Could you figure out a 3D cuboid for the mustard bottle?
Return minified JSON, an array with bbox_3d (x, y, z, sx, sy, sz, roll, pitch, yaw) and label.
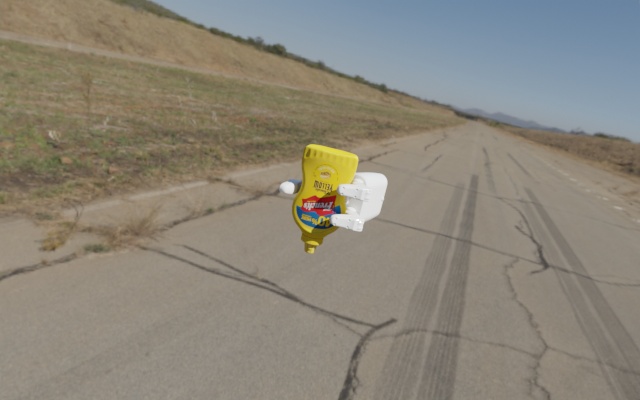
[{"bbox_3d":[0.000,0.003,0.850,0.096,0.192,0.058,14,13,3],"label":"mustard bottle"}]
